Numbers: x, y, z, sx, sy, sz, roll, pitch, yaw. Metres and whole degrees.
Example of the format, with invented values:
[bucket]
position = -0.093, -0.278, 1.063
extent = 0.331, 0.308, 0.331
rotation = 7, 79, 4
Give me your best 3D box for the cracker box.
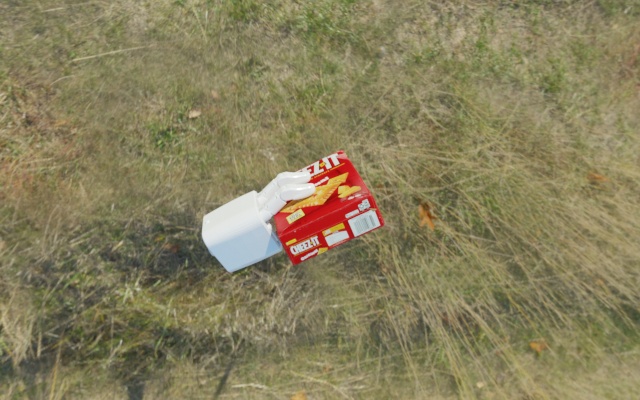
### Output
[cracker box]
position = 0.000, 0.003, 0.841
extent = 0.164, 0.072, 0.213
rotation = -24, 28, 1
